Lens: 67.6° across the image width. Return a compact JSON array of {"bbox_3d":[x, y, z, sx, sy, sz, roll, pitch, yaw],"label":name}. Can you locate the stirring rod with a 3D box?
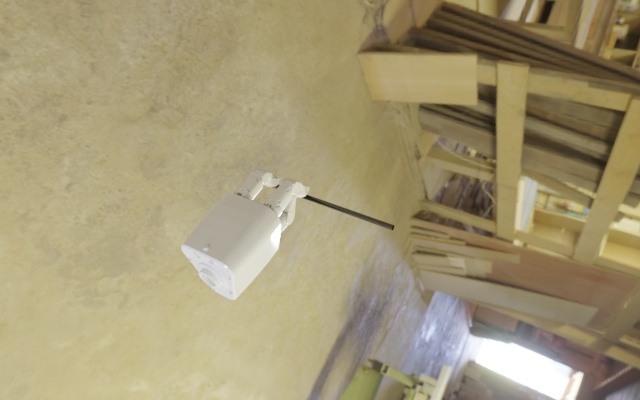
[{"bbox_3d":[0.000,0.002,0.721,0.239,0.011,0.011,19,9,26],"label":"stirring rod"}]
